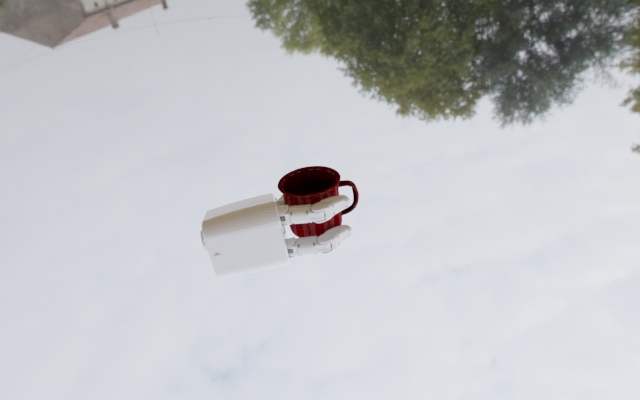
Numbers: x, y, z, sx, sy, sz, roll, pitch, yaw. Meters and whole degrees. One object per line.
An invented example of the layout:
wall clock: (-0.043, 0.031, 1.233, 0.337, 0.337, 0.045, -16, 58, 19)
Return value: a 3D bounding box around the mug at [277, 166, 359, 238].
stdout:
mug: (0.002, 0.002, 0.717, 0.117, 0.081, 0.093, -12, 30, -5)
